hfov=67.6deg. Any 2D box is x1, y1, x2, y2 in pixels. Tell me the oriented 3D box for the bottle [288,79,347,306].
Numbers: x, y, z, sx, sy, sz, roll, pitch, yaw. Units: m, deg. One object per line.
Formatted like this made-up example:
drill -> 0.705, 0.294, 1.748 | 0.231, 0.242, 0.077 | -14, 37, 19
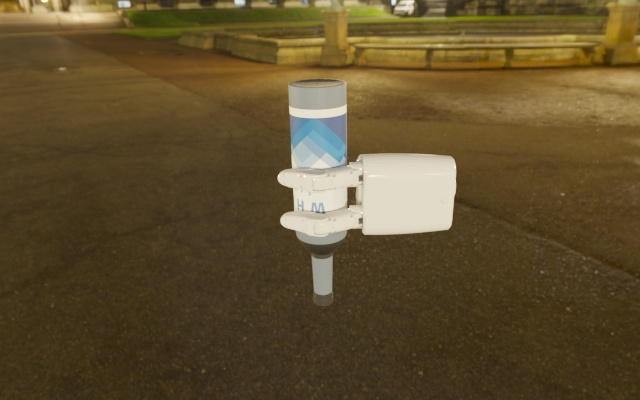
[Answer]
bottle -> 0.000, 0.002, 0.600 | 0.069, 0.296, 0.069 | -1, 22, 1
